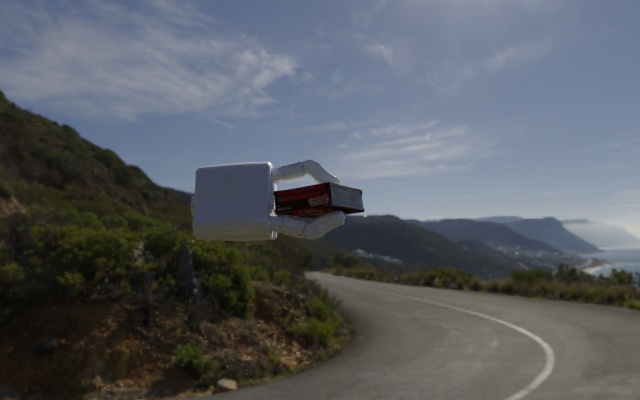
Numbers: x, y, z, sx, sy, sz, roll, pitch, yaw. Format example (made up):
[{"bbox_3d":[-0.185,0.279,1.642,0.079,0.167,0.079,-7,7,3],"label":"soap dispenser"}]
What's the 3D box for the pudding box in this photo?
[{"bbox_3d":[0.000,0.002,0.685,0.090,0.039,0.113,-7,-6,28],"label":"pudding box"}]
